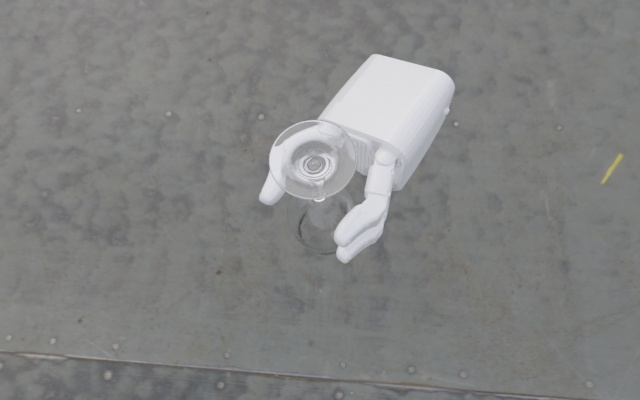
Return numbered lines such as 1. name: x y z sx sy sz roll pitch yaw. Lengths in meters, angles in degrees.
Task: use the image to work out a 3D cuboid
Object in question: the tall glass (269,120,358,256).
1. tall glass: 0.000 0.001 0.488 0.079 0.079 0.201 0 -22 4
